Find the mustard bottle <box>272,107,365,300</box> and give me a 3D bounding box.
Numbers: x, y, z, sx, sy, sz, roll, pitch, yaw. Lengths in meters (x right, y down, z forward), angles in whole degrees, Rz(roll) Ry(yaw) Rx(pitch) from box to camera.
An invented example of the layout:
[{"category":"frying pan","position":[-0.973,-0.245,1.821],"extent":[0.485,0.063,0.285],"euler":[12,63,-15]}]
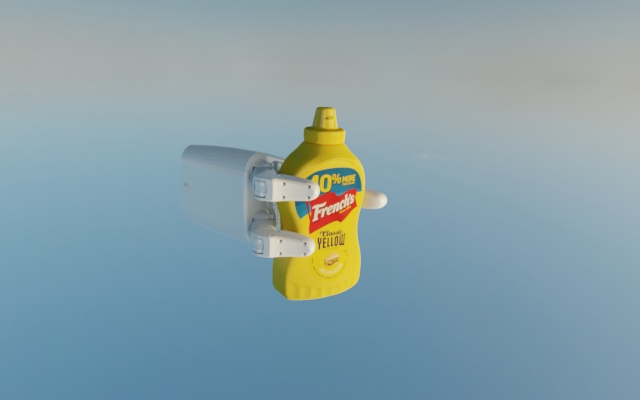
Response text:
[{"category":"mustard bottle","position":[0.000,0.002,0.489],"extent":[0.096,0.192,0.058],"euler":[-6,18,-30]}]
